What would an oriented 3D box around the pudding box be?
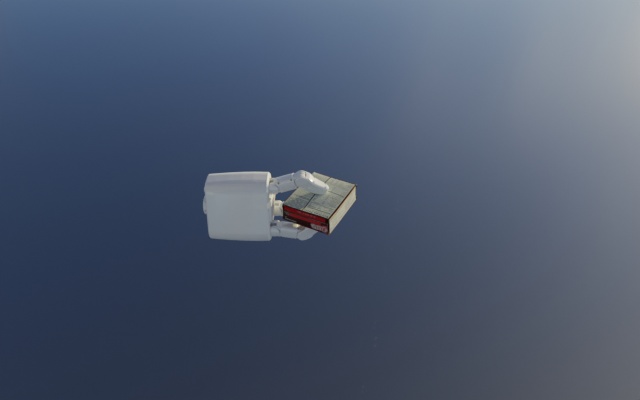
[{"bbox_3d":[0.000,0.003,0.817,0.090,0.039,0.113,18,43,21],"label":"pudding box"}]
